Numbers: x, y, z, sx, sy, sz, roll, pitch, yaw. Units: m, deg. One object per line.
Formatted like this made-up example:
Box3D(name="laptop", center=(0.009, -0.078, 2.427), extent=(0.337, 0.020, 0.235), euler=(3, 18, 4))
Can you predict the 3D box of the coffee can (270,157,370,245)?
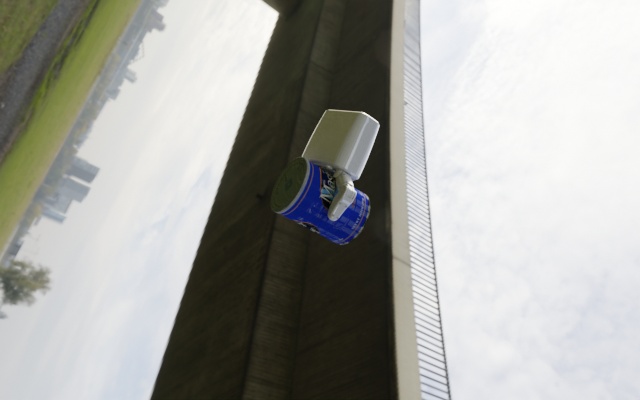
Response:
Box3D(name="coffee can", center=(0.000, 0.003, 0.822), extent=(0.140, 0.102, 0.103), euler=(29, -15, -27))
